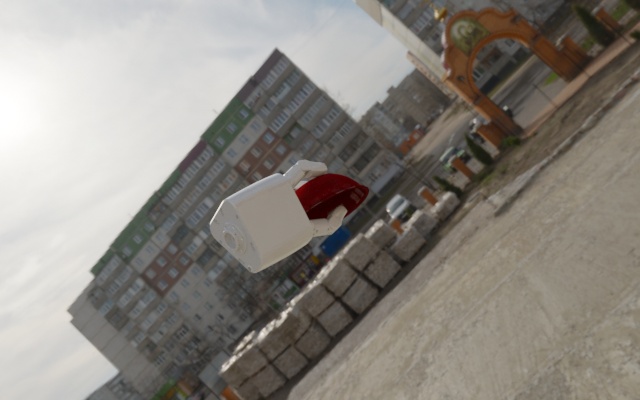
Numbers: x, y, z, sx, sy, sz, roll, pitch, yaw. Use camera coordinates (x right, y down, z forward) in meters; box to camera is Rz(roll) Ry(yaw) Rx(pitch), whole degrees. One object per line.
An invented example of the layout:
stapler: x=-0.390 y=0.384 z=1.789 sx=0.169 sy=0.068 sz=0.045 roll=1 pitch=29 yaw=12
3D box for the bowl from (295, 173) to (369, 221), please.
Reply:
bowl: x=0.001 y=0.002 z=0.808 sx=0.162 sy=0.055 sz=0.162 roll=-28 pitch=-18 yaw=-10
